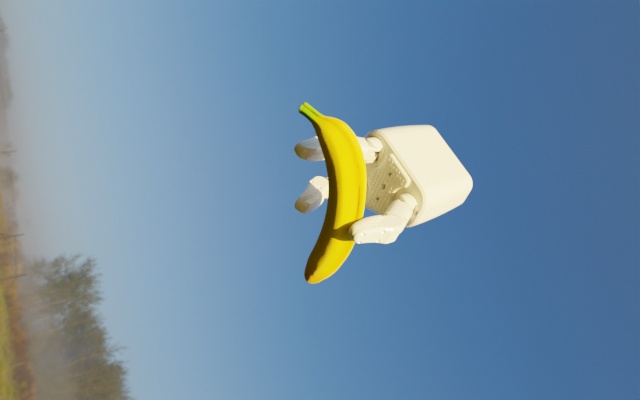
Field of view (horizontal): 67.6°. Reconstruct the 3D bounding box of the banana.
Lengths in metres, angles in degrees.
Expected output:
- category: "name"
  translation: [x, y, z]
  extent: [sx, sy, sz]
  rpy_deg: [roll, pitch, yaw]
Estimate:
- category: "banana"
  translation: [0.014, 0.002, 0.485]
  extent: [0.069, 0.198, 0.037]
  rpy_deg: [16, 25, 39]
